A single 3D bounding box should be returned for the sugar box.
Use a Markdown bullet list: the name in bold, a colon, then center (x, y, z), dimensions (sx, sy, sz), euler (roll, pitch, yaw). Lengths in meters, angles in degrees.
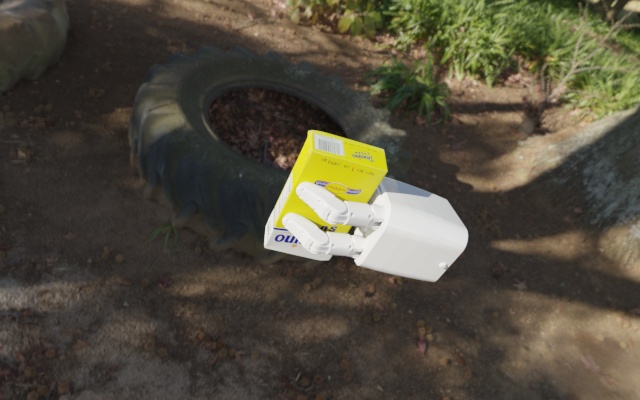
- **sugar box**: center (0.000, 0.002, 0.579), dimensions (0.093, 0.048, 0.176), euler (14, -48, -15)
